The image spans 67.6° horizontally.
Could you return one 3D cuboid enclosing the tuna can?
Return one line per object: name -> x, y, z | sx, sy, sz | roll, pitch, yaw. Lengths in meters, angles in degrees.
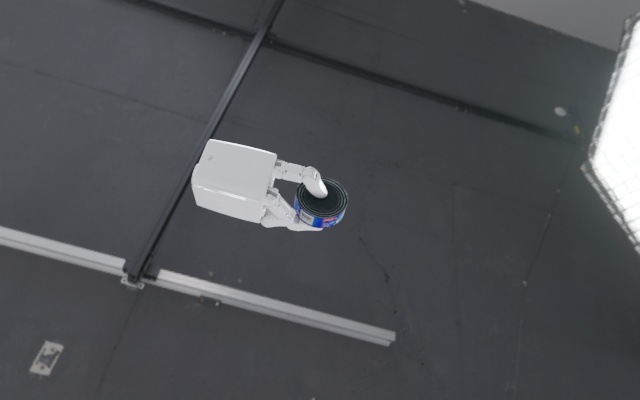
tuna can -> 0.000, 0.003, 0.776 | 0.086, 0.086, 0.034 | 0, -38, -13
